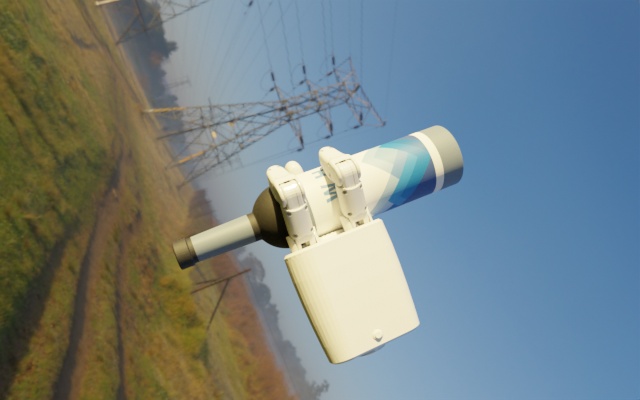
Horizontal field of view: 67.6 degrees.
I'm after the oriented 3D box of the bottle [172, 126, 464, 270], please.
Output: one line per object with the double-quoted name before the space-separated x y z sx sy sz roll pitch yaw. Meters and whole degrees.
"bottle" 0.000 0.001 0.478 0.295 0.069 0.069 -21 5 -14
